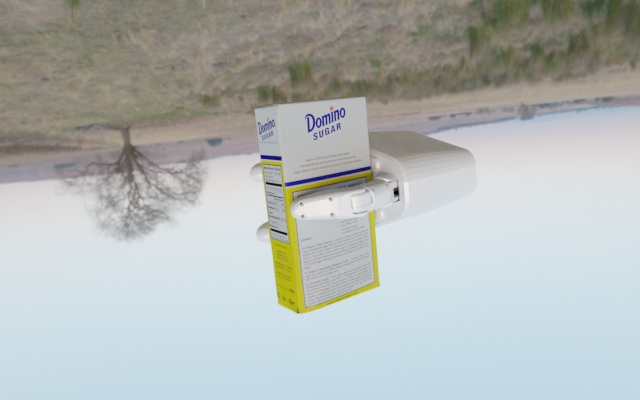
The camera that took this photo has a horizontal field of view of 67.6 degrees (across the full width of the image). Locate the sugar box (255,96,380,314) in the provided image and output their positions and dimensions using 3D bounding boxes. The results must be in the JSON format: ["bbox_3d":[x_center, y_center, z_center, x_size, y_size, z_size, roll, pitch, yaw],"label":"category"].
[{"bbox_3d":[0.000,0.001,0.420,0.093,0.176,0.048,-12,11,-34],"label":"sugar box"}]
